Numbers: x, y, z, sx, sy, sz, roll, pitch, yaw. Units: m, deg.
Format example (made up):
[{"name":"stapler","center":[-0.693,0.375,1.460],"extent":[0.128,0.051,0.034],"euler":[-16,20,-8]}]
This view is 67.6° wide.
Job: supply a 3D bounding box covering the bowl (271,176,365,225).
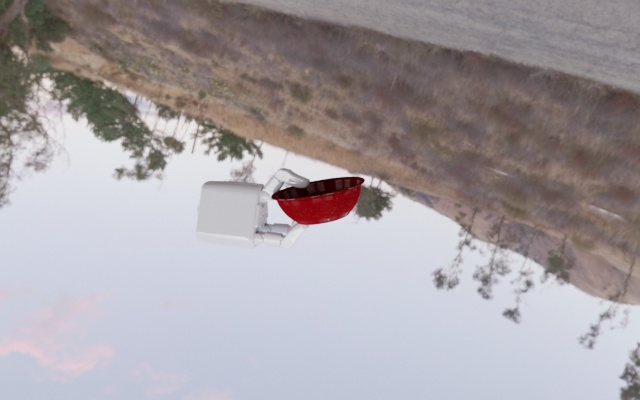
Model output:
[{"name":"bowl","center":[0.001,0.003,0.810],"extent":[0.162,0.055,0.162],"euler":[-11,10,2]}]
